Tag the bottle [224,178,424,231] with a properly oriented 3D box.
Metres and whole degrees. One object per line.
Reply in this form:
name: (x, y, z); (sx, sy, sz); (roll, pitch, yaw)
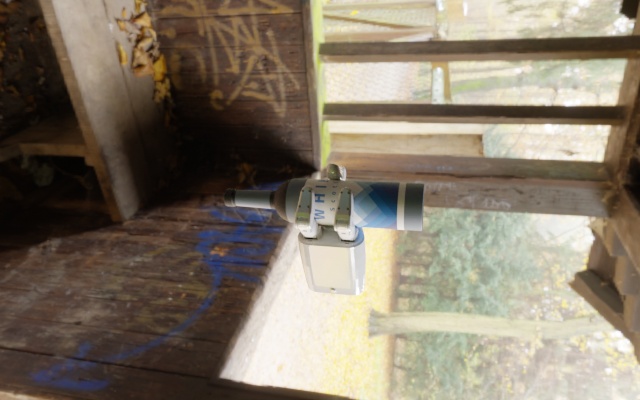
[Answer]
bottle: (0.000, 0.002, 0.699); (0.296, 0.069, 0.069); (3, 1, 13)
